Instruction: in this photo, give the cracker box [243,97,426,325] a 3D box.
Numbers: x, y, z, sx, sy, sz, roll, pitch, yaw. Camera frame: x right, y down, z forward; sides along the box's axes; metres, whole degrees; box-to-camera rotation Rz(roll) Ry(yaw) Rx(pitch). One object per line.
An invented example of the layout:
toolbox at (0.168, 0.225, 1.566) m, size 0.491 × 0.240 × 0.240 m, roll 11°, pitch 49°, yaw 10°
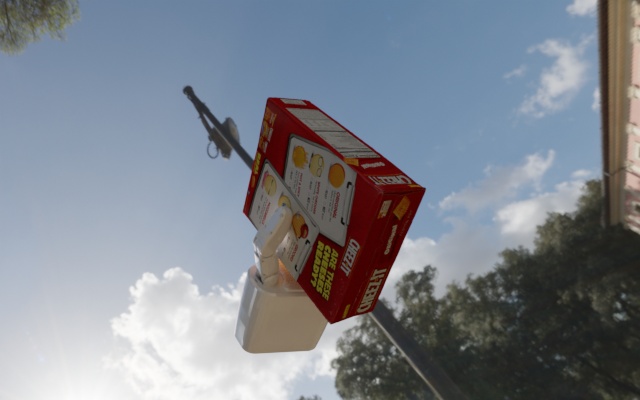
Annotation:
cracker box at (0.000, 0.002, 0.540) m, size 0.072 × 0.164 × 0.213 m, roll -7°, pitch 37°, yaw -37°
